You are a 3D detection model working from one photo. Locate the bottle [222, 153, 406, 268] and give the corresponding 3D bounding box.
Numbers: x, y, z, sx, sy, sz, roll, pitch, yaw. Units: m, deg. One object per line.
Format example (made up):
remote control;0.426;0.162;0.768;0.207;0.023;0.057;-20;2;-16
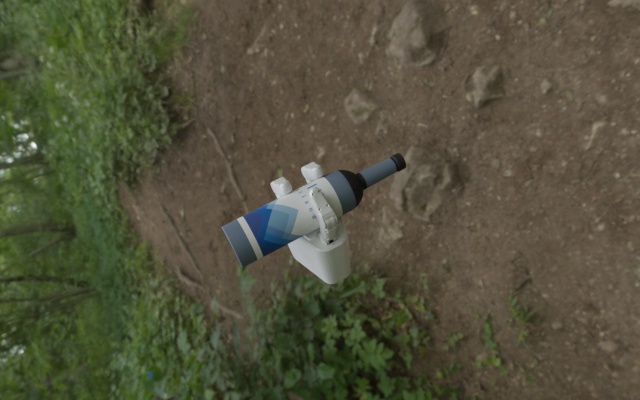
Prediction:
bottle;0.000;0.002;0.720;0.295;0.069;0.069;-27;7;-13
